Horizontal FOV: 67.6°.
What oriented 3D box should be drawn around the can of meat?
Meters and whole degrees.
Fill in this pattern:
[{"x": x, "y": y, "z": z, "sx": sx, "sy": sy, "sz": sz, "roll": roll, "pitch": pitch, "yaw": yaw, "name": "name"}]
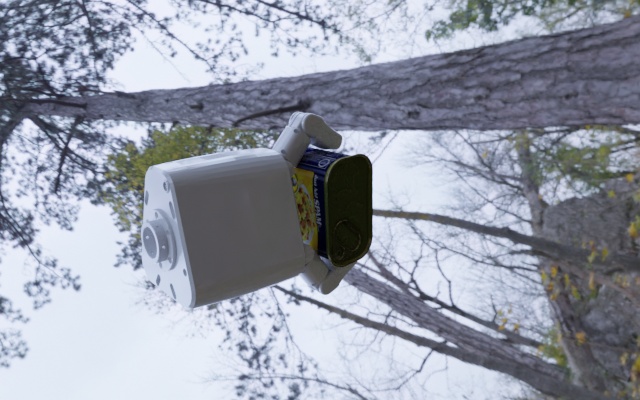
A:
[{"x": 0.000, "y": 0.001, "z": 0.455, "sx": 0.057, "sy": 0.102, "sz": 0.084, "roll": -18, "pitch": 24, "yaw": -39, "name": "can of meat"}]
